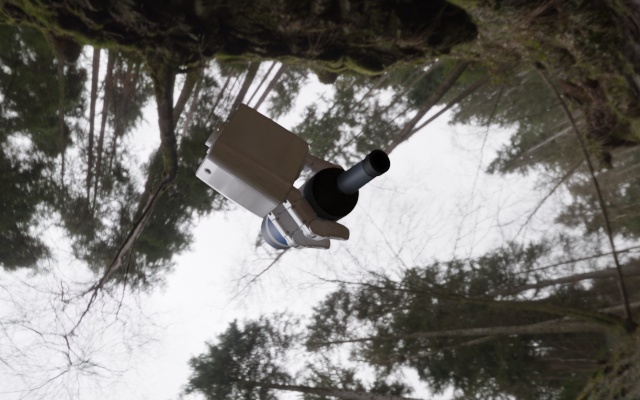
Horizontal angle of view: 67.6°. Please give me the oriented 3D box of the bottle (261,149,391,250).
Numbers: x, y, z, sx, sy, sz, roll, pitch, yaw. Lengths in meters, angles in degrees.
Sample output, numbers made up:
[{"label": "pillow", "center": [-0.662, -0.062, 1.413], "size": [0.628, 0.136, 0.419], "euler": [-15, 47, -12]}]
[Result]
[{"label": "bottle", "center": [0.000, 0.002, 0.634], "size": [0.069, 0.069, 0.296], "euler": [0, -18, -27]}]
